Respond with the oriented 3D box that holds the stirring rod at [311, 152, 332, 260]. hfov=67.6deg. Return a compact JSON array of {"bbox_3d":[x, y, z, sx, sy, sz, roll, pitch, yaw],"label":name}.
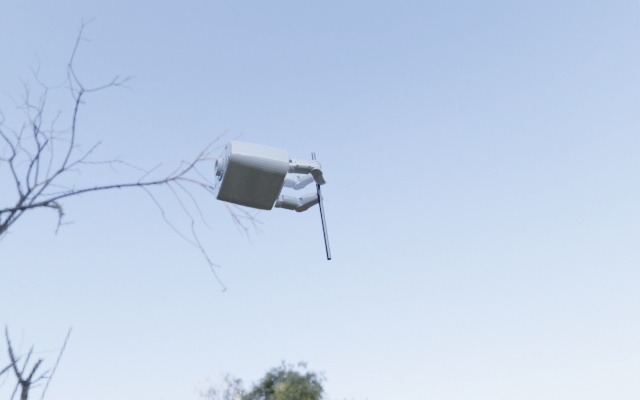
[{"bbox_3d":[0.000,0.003,0.875,0.011,0.239,0.011,-6,-36,-4],"label":"stirring rod"}]
